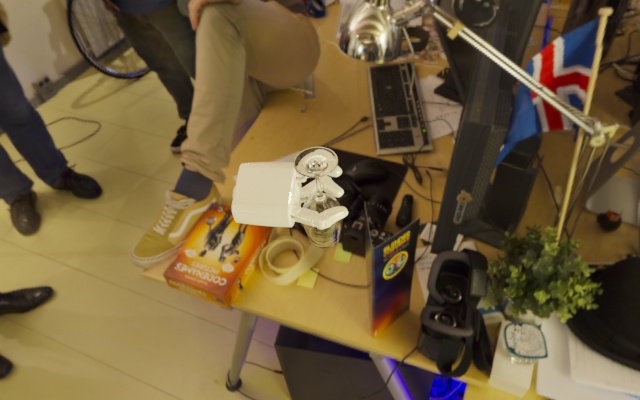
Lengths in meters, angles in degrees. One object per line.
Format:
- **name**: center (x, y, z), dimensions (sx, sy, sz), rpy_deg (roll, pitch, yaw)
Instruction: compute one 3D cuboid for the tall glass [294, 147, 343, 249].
- **tall glass**: center (0.000, 0.002, 0.863), dimensions (0.079, 0.079, 0.201), rpy_deg (0, -43, 7)
